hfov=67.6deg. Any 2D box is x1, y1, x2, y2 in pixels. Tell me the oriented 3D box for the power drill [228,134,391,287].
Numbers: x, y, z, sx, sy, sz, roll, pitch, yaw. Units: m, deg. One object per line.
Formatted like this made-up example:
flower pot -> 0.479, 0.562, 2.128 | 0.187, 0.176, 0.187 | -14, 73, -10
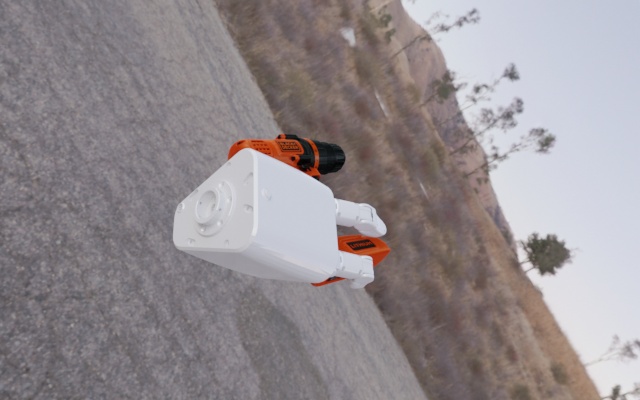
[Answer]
power drill -> 0.000, 0.002, 0.566 | 0.184, 0.187, 0.057 | -8, -34, -47
